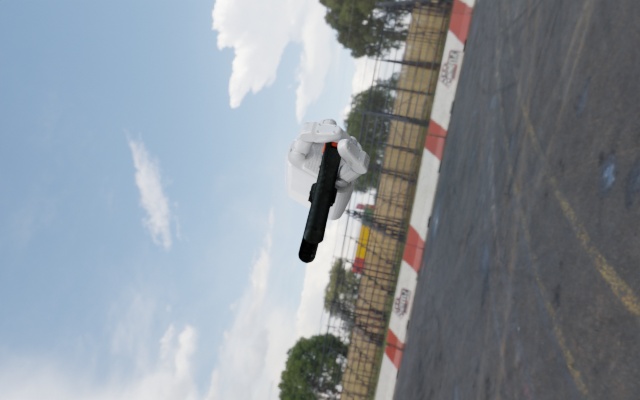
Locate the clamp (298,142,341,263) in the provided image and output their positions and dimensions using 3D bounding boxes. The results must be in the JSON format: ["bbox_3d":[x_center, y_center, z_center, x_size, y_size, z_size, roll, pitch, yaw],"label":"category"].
[{"bbox_3d":[0.000,0.002,0.650,0.039,0.171,0.120,19,-30,-6],"label":"clamp"}]
